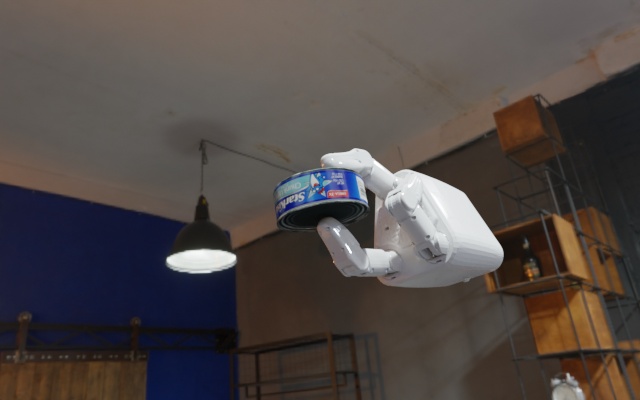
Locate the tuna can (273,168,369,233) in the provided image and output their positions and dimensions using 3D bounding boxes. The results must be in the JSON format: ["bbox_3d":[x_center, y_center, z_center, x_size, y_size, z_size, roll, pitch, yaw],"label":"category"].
[{"bbox_3d":[0.000,0.001,0.440,0.086,0.033,0.086,-9,-19,-3],"label":"tuna can"}]
